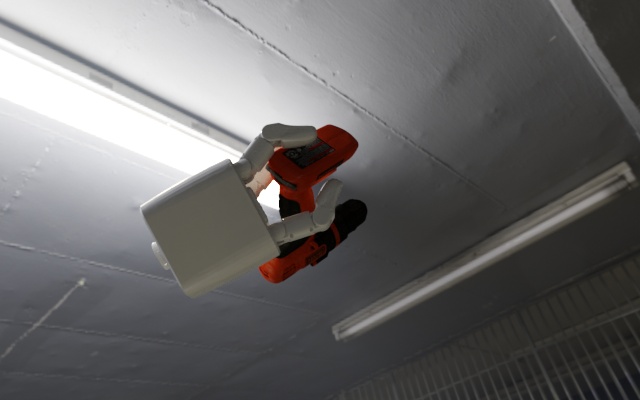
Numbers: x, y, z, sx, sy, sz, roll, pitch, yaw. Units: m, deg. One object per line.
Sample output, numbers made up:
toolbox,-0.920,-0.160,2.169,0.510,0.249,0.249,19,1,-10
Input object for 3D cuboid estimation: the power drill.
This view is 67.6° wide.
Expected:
power drill,0.000,0.002,0.598,0.057,0.188,0.184,36,52,30
